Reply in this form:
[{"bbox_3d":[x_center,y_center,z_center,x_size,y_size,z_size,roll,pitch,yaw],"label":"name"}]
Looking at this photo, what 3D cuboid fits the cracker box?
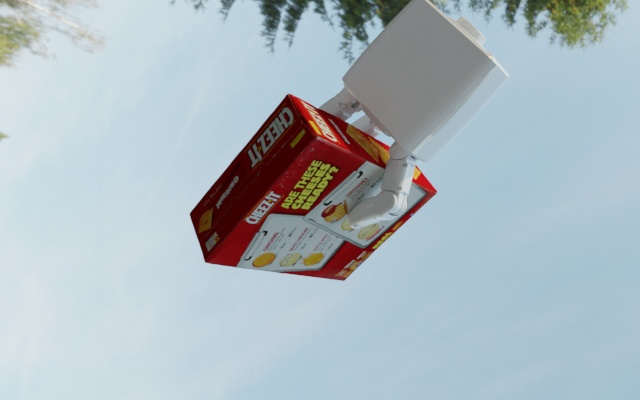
[{"bbox_3d":[0.000,0.002,0.501,0.214,0.072,0.164,18,-57,-48],"label":"cracker box"}]
